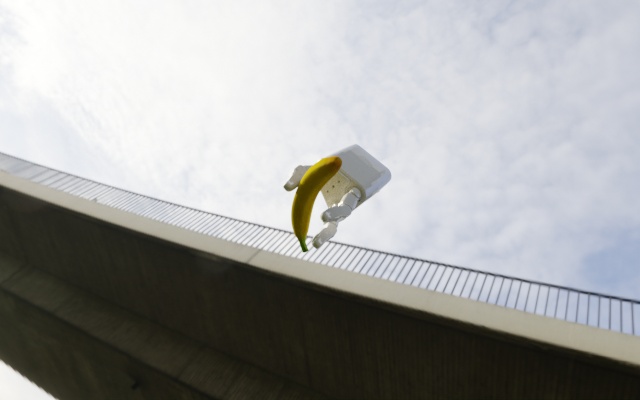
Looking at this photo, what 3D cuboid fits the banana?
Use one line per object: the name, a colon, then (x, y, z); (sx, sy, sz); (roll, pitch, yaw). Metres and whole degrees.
banana: (-0.013, -0.006, 0.794); (0.037, 0.198, 0.069); (-21, 52, -42)
